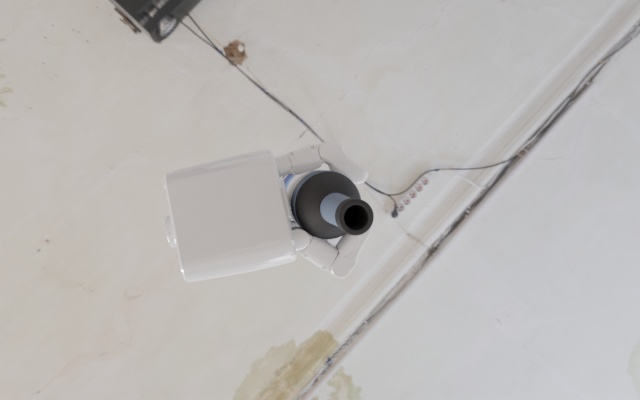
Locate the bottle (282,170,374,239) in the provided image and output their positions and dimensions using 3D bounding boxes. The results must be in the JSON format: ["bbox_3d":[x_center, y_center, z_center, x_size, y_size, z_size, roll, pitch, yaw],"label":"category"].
[{"bbox_3d":[0.000,0.002,0.496,0.069,0.069,0.295,0,4,-10],"label":"bottle"}]
